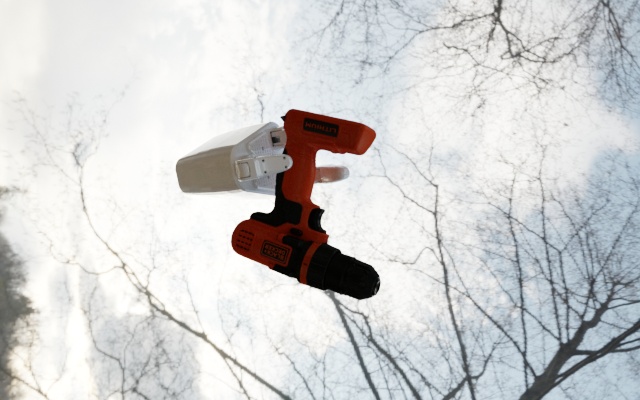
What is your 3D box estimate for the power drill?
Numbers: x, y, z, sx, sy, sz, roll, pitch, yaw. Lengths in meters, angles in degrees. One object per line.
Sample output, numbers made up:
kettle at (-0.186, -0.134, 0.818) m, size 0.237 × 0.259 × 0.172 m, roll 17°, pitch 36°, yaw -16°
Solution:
power drill at (0.000, 0.001, 0.535) m, size 0.184 × 0.187 × 0.057 m, roll 17°, pitch 0°, yaw 21°
